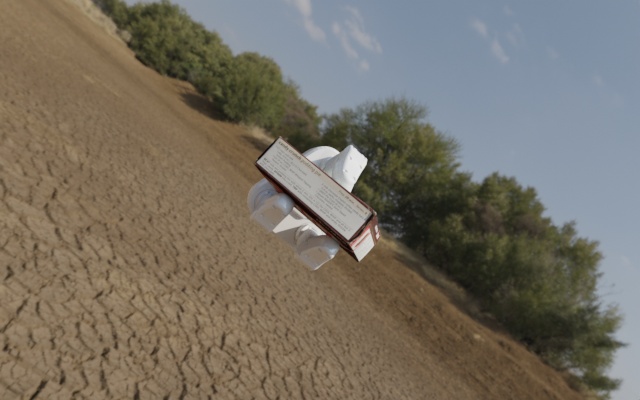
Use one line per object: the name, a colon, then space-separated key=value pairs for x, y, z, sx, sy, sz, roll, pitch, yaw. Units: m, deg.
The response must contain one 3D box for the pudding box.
pudding box: x=0.000 y=0.001 z=0.432 sx=0.113 sy=0.039 sz=0.090 roll=38 pitch=-6 yaw=18
